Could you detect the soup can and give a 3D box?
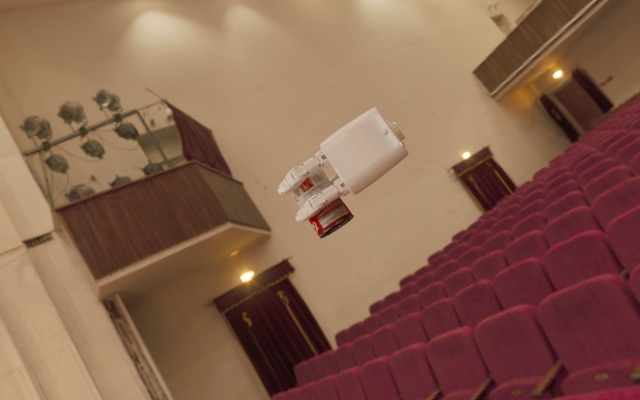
[{"bbox_3d":[0.000,0.003,0.796,0.068,0.102,0.068,-32,-11,-7],"label":"soup can"}]
